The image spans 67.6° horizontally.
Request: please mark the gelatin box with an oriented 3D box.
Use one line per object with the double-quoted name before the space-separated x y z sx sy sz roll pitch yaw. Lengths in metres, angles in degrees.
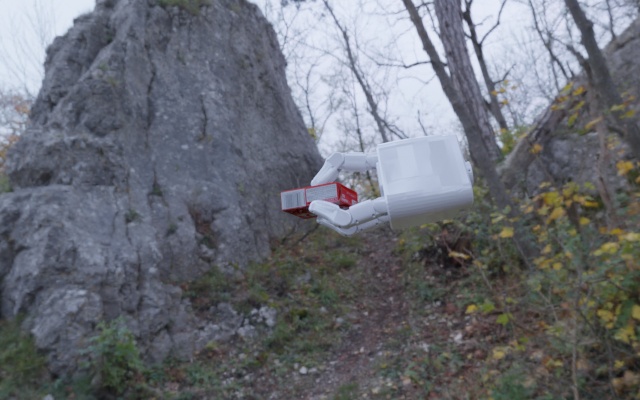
"gelatin box" 0.000 0.002 0.666 0.089 0.030 0.073 -9 -15 22
